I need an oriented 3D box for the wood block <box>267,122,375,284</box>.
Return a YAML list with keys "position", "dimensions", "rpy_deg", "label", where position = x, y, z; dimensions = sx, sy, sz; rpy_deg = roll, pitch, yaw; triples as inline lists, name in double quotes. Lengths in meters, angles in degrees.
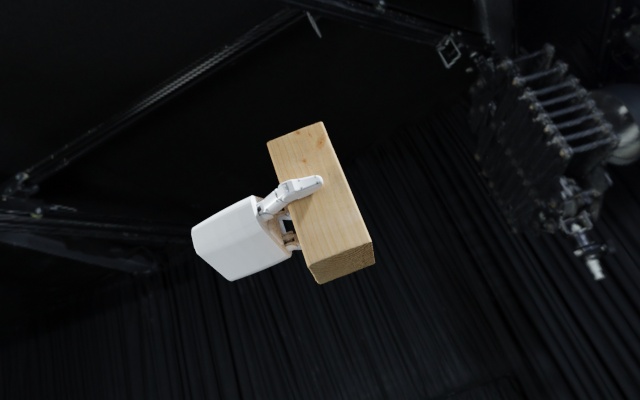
- position: [0.000, 0.002, 0.697]
  dimensions: [0.090, 0.206, 0.091]
  rpy_deg: [-21, -27, 0]
  label: "wood block"
